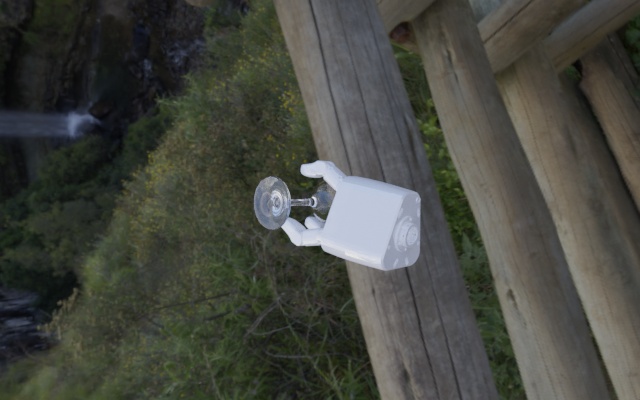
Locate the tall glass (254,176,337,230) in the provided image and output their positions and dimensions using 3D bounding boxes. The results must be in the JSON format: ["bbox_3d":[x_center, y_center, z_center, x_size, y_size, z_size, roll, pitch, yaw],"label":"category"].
[{"bbox_3d":[0.000,0.002,0.728,0.079,0.079,0.201,0,1,43],"label":"tall glass"}]
